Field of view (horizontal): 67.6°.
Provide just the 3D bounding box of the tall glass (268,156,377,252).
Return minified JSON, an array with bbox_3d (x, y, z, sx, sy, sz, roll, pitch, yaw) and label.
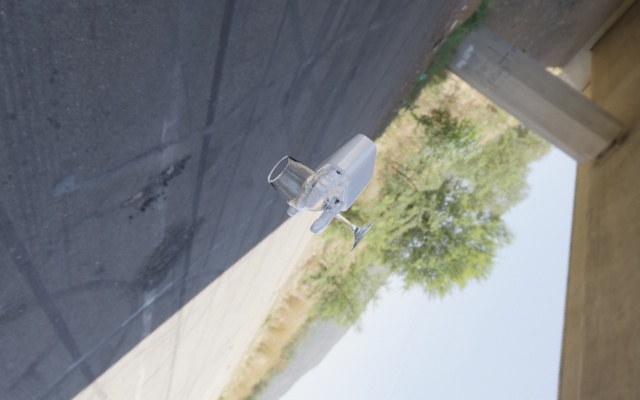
[{"bbox_3d":[0.001,0.003,0.866,0.201,0.079,0.079,38,6,7],"label":"tall glass"}]
